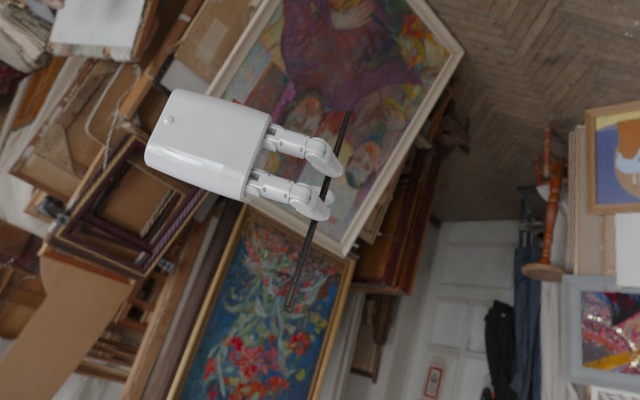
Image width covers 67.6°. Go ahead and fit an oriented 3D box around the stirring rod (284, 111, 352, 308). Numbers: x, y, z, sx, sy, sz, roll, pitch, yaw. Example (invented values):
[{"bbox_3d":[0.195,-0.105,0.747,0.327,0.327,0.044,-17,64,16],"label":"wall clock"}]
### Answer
[{"bbox_3d":[0.000,0.002,0.533,0.011,0.239,0.011,15,-20,6],"label":"stirring rod"}]
